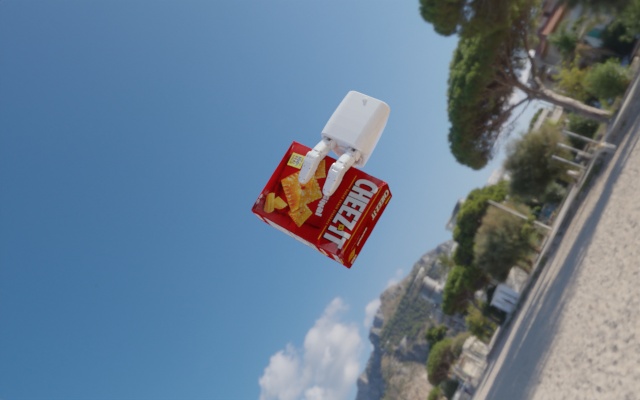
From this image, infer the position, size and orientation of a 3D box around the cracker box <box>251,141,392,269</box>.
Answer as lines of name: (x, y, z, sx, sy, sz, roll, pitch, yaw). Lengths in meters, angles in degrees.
cracker box: (0.000, 0.003, 0.898, 0.213, 0.164, 0.072, 26, -12, 24)
